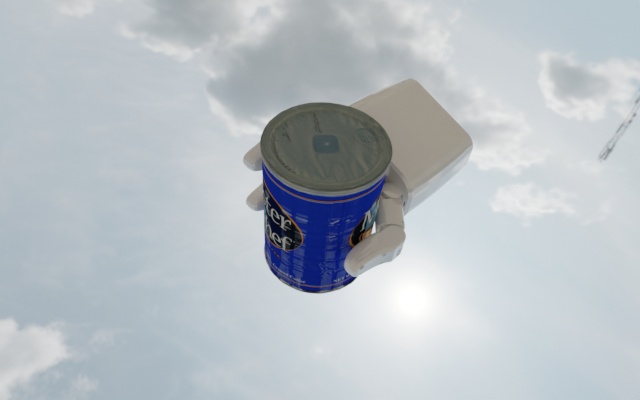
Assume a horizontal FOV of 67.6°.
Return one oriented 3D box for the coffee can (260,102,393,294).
[{"bbox_3d":[0.000,0.001,0.420,0.103,0.102,0.140,0,-42,-5],"label":"coffee can"}]
